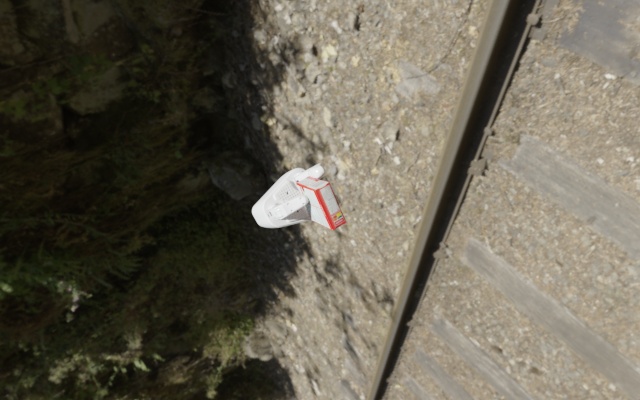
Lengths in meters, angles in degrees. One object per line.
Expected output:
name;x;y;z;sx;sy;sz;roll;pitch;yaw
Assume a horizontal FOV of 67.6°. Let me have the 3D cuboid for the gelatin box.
gelatin box;0.000;0.003;0.770;0.030;0.073;0.089;-29;19;-16
